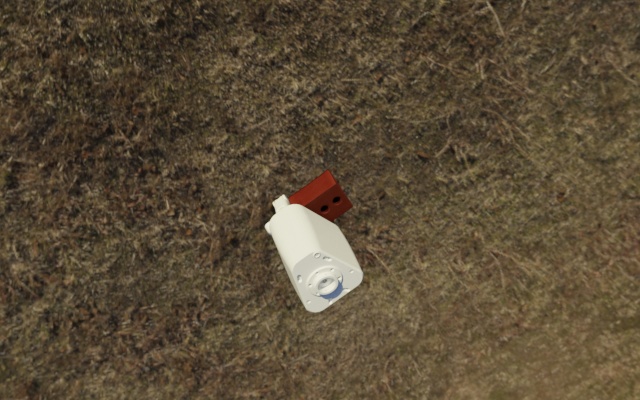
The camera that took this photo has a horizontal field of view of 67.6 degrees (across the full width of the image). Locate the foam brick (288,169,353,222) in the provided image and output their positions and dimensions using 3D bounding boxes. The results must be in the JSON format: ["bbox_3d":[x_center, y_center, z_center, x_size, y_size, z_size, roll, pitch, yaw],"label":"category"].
[{"bbox_3d":[0.000,0.002,0.723,0.078,0.053,0.051,-36,31,3],"label":"foam brick"}]
